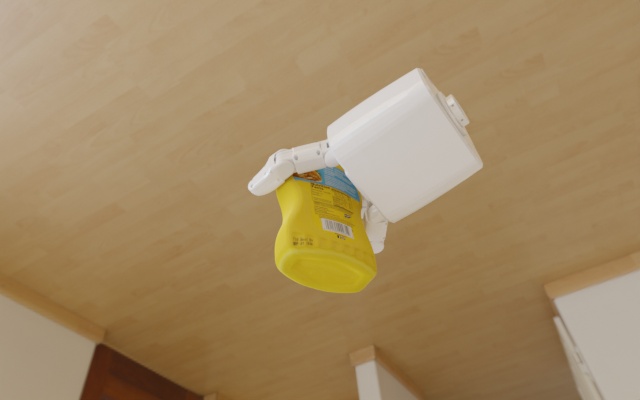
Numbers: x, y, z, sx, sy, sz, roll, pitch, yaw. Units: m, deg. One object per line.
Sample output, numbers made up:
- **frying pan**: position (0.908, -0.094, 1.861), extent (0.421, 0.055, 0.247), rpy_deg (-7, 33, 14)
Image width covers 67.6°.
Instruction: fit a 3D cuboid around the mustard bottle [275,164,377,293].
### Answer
- **mustard bottle**: position (0.000, 0.002, 0.503), extent (0.096, 0.191, 0.058), rpy_deg (17, -51, -21)
